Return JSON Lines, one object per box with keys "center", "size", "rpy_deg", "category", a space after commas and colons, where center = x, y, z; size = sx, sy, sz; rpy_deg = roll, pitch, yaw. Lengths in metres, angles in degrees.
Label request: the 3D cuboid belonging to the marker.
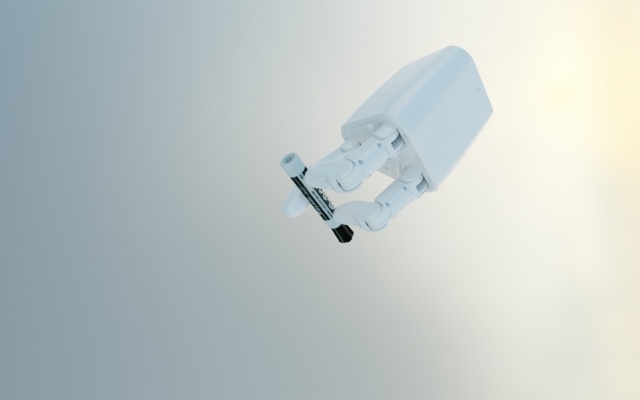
{"center": [0.000, 0.002, 0.474], "size": [0.020, 0.020, 0.121], "rpy_deg": [0, -41, 42], "category": "marker"}
